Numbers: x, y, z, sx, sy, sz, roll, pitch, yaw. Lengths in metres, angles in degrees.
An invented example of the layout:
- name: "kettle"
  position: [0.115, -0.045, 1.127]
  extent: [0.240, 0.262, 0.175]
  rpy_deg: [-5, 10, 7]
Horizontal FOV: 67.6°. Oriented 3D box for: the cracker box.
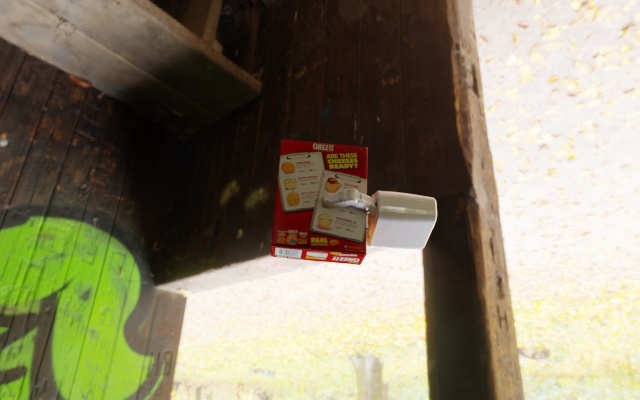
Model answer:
- name: "cracker box"
  position: [0.000, 0.003, 0.867]
  extent: [0.164, 0.213, 0.072]
  rpy_deg: [5, -26, -4]
